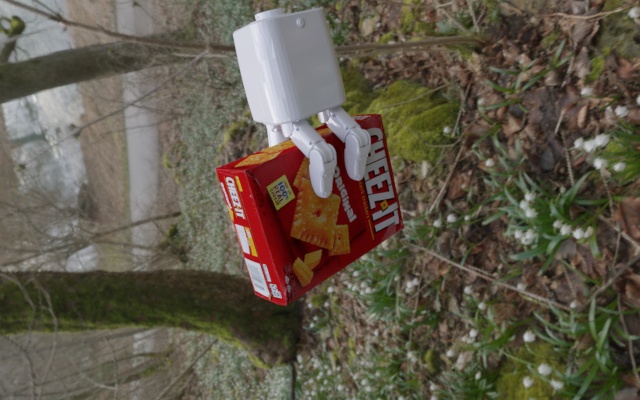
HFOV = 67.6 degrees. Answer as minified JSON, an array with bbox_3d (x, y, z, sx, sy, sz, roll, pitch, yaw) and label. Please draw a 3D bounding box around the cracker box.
[{"bbox_3d":[0.000,0.002,0.580,0.213,0.164,0.072,-27,22,-35],"label":"cracker box"}]
